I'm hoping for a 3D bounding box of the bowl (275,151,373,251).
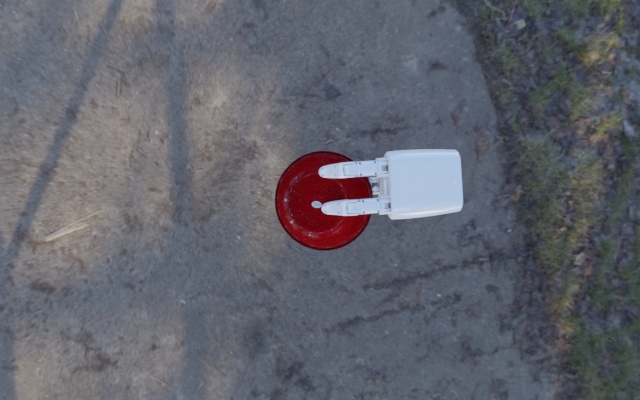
[{"bbox_3d":[-0.001,0.003,0.745,0.162,0.162,0.055,0,4,10],"label":"bowl"}]
